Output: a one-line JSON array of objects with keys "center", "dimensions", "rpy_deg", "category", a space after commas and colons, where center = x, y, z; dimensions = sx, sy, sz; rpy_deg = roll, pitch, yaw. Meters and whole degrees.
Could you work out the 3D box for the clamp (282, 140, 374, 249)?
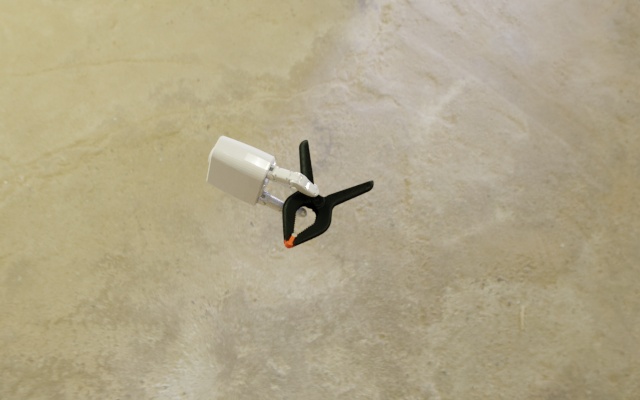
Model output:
[{"center": [0.000, 0.003, 0.896], "dimensions": [0.164, 0.210, 0.036], "rpy_deg": [25, -22, -3], "category": "clamp"}]
